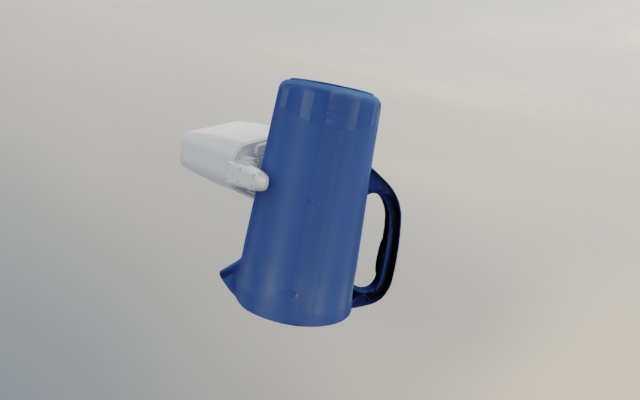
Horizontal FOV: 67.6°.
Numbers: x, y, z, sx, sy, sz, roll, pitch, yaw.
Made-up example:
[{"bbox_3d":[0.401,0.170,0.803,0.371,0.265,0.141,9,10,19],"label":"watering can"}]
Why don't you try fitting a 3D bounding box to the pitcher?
[{"bbox_3d":[0.000,0.002,0.515,0.145,0.243,0.149,19,13,38],"label":"pitcher"}]
